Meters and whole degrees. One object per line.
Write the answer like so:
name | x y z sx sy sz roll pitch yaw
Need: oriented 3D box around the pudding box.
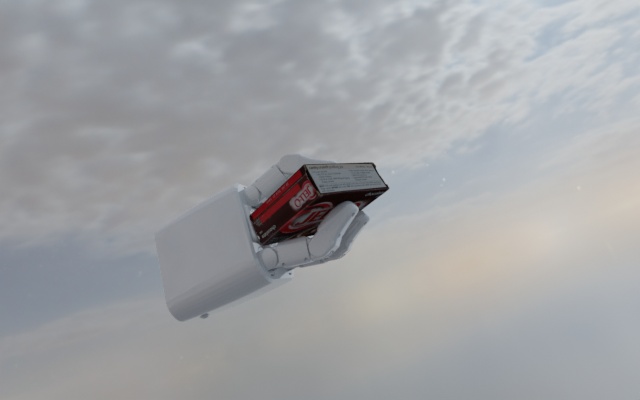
pudding box | 0.000 0.001 0.469 0.090 0.039 0.113 -39 -18 36
